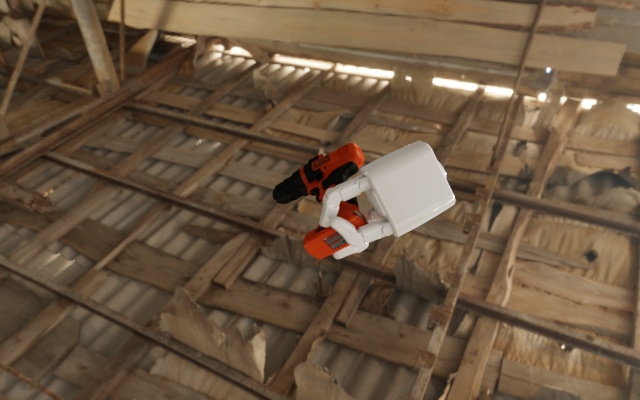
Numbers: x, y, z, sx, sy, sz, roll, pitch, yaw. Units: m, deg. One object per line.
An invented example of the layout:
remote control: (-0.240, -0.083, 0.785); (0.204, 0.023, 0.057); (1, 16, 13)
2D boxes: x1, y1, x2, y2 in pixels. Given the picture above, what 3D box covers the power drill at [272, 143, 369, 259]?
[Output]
power drill: (0.000, 0.003, 0.807); (0.184, 0.187, 0.057); (-29, -46, 19)
